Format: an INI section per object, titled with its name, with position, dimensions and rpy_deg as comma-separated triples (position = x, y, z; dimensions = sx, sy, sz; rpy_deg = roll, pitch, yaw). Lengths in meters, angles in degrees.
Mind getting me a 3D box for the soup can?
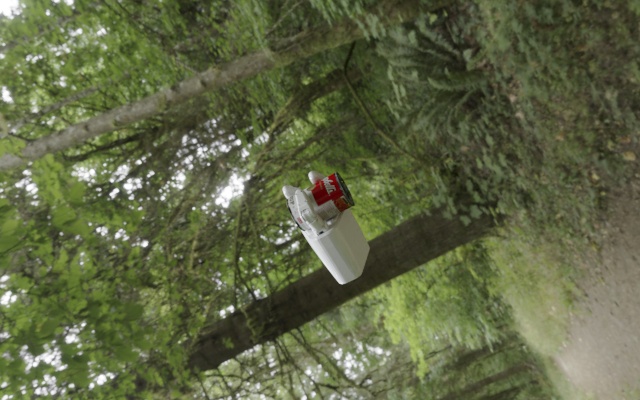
[soup can]
position = 0.000, 0.003, 0.841
dimensions = 0.102, 0.068, 0.068
rpy_deg = -28, -6, 11
